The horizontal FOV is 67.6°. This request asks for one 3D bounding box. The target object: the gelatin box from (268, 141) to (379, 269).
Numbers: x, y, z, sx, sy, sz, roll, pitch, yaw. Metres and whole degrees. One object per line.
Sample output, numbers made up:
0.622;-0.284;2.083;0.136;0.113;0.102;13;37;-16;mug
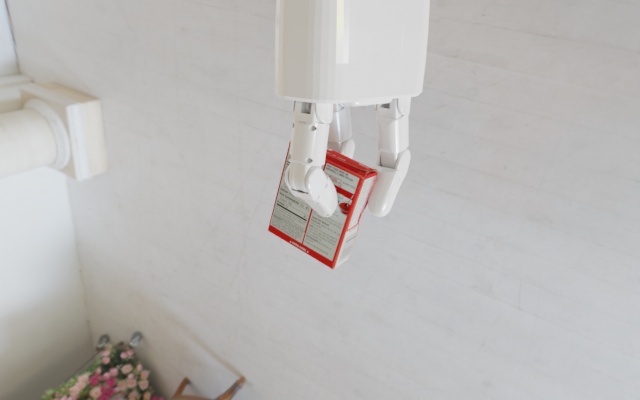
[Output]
0.000;0.002;0.403;0.073;0.089;0.030;27;25;25;gelatin box
